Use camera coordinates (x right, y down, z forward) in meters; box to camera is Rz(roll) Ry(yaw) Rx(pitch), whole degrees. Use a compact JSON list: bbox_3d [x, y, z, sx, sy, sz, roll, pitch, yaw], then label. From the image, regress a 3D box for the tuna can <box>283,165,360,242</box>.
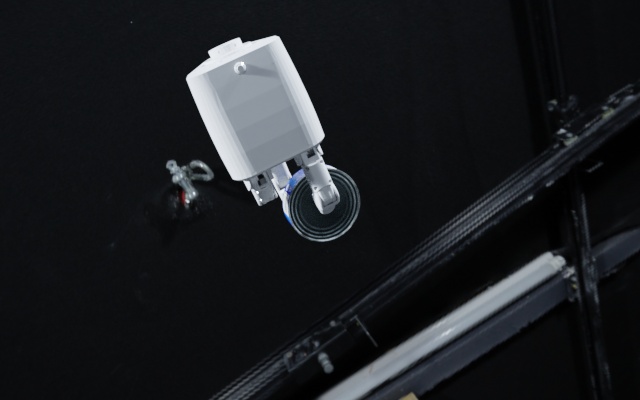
[{"bbox_3d":[0.000,0.002,0.552,0.086,0.086,0.033,0,14,-19],"label":"tuna can"}]
